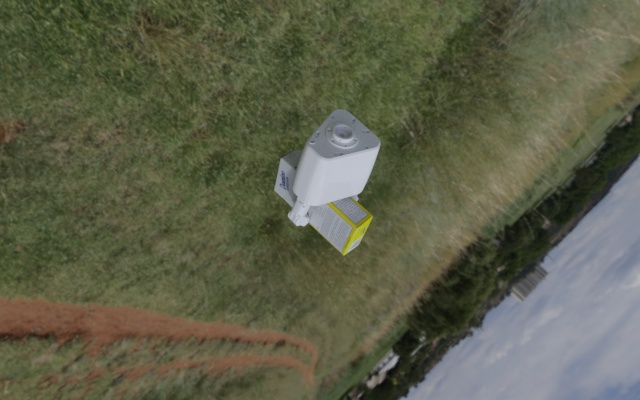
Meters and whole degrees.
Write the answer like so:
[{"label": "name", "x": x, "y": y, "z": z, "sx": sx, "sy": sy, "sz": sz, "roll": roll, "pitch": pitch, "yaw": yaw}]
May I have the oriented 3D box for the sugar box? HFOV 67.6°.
[{"label": "sugar box", "x": 0.001, "y": 0.002, "z": 0.799, "sx": 0.048, "sy": 0.176, "sz": 0.093, "roll": -33, "pitch": -22, "yaw": -32}]
